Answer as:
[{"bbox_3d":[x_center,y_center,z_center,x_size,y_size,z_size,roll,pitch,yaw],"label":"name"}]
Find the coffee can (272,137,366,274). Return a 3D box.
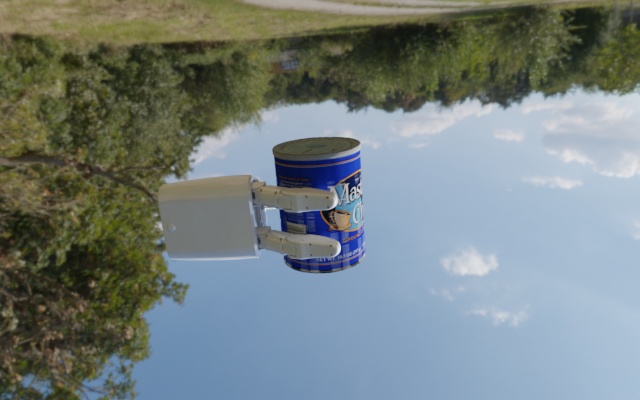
[{"bbox_3d":[0.000,0.002,0.572,0.103,0.140,0.102,-4,18,1],"label":"coffee can"}]
